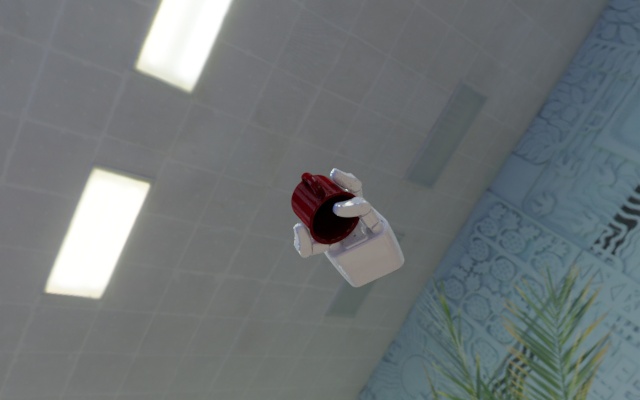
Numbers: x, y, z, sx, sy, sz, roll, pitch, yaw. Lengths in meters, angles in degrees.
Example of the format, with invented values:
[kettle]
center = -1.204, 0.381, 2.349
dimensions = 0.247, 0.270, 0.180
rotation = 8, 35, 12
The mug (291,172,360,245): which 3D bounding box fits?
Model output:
[mug]
center = -0.001, 0.001, 0.756
dimensions = 0.093, 0.117, 0.081
rotation = -38, 41, -8
